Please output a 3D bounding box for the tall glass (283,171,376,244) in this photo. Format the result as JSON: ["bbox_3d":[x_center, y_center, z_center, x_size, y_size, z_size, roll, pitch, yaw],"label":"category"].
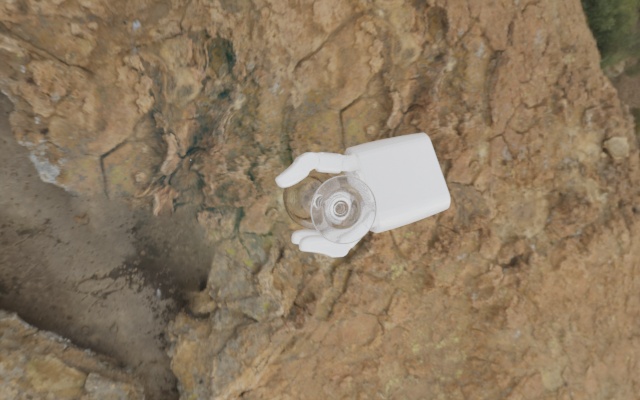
[{"bbox_3d":[0.000,0.002,0.605,0.079,0.079,0.201,0,5,-15],"label":"tall glass"}]
